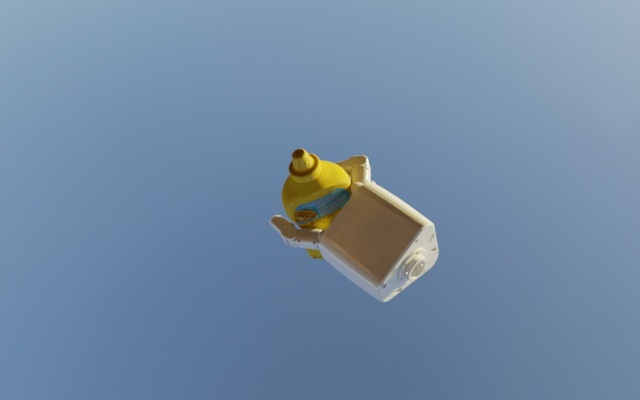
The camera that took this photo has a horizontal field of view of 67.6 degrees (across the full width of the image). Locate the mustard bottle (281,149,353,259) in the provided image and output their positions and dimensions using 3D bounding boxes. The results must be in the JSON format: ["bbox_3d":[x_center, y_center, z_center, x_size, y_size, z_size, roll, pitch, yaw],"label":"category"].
[{"bbox_3d":[0.000,0.002,0.647,0.096,0.058,0.192,-23,-42,1],"label":"mustard bottle"}]
